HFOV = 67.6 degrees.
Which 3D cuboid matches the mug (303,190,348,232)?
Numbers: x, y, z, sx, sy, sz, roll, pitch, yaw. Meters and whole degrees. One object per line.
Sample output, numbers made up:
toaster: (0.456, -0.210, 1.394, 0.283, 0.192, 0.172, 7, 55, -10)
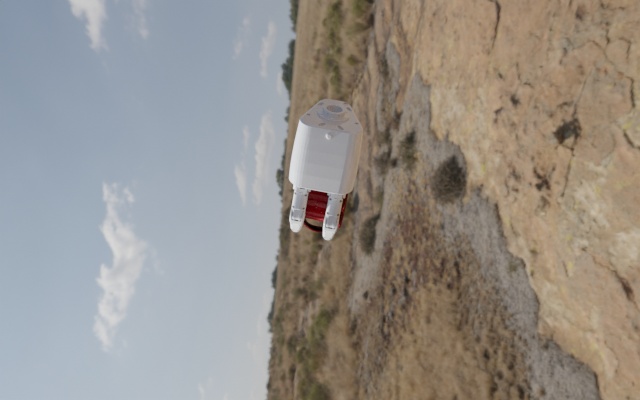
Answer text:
mug: (0.000, 0.004, 0.803, 0.081, 0.117, 0.093, 12, 34, 0)
